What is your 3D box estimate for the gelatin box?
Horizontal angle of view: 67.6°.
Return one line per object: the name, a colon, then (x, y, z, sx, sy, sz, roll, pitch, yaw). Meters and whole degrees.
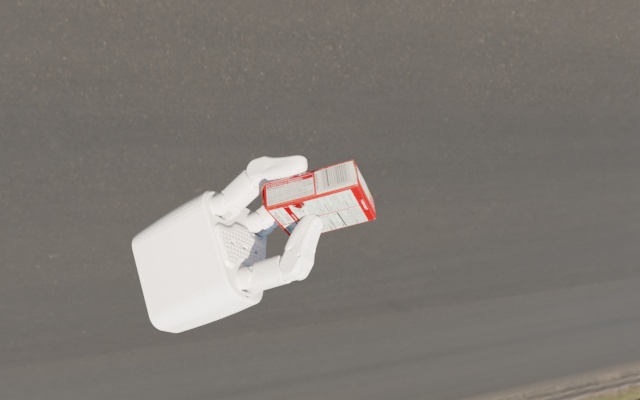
gelatin box: (0.000, 0.002, 0.445, 0.089, 0.030, 0.073, -15, -30, 13)
